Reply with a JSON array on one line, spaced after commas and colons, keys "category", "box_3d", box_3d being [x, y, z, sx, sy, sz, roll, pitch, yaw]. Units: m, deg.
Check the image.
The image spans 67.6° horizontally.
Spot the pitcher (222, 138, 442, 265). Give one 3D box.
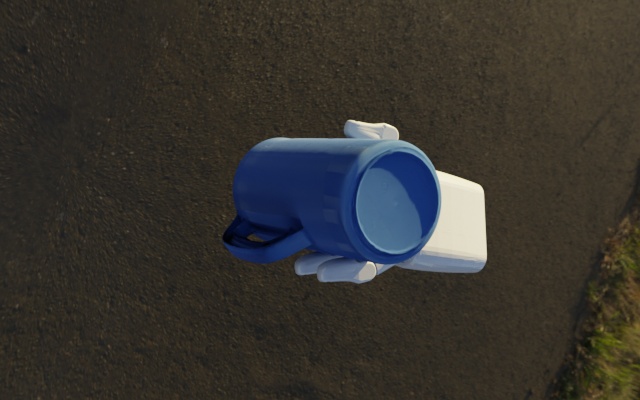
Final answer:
[{"category": "pitcher", "box_3d": [0.000, 0.002, 0.501, 0.145, 0.149, 0.243, 10, -1, -29]}]
